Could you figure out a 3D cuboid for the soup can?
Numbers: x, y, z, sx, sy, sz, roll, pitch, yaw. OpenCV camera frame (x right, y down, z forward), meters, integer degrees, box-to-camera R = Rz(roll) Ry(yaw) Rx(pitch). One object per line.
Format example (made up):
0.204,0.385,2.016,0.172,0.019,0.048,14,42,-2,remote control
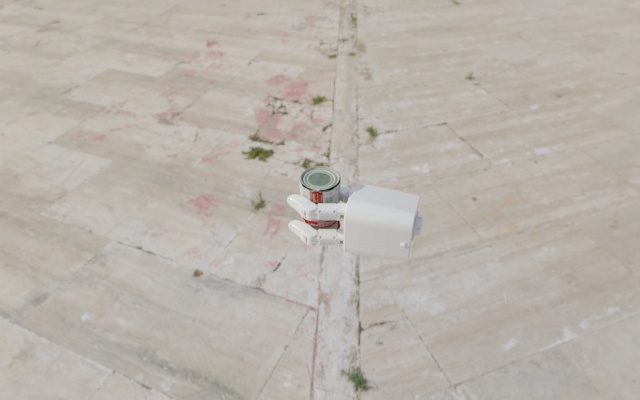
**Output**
0.000,0.002,0.794,0.068,0.102,0.068,-1,39,1,soup can
